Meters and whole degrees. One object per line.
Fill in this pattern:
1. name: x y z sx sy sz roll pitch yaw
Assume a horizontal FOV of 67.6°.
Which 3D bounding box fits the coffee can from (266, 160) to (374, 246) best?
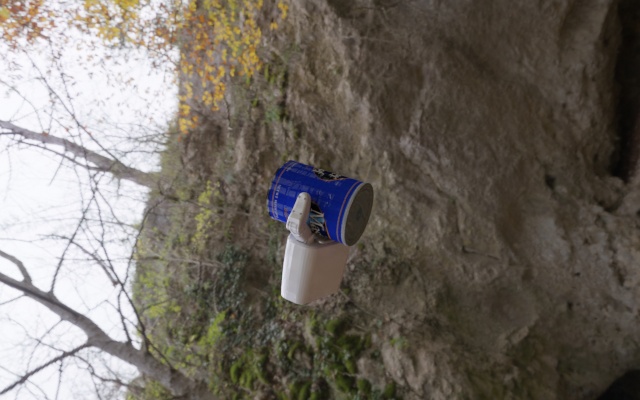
1. coffee can: 0.000 0.002 0.761 0.140 0.103 0.103 18 7 23
